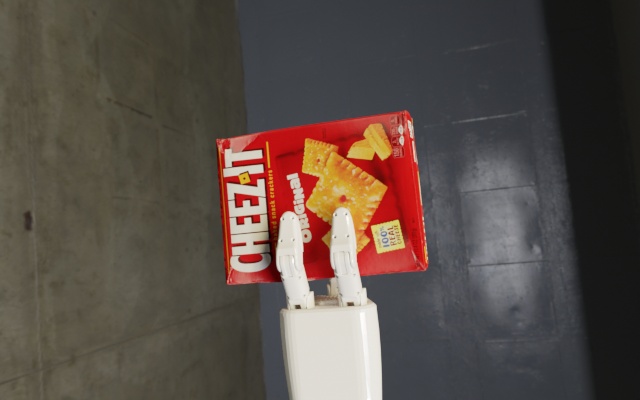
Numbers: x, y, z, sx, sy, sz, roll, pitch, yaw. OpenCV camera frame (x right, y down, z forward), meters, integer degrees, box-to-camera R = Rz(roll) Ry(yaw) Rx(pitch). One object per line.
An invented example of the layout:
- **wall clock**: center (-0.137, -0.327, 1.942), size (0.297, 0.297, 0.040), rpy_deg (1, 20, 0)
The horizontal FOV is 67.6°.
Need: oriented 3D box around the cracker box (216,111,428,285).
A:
- **cracker box**: center (0.000, 0.002, 0.519), size (0.214, 0.164, 0.072), rpy_deg (-6, -5, 13)
